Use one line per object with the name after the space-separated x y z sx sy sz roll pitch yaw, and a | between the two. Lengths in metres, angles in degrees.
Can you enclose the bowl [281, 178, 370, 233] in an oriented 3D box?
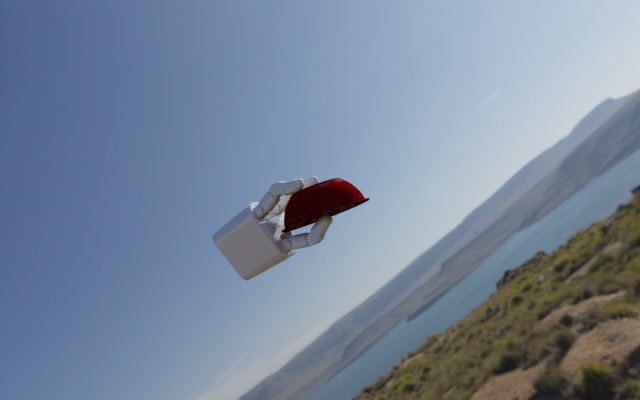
0.001 0.002 0.819 0.162 0.055 0.162 -20 -5 -2 | bowl
